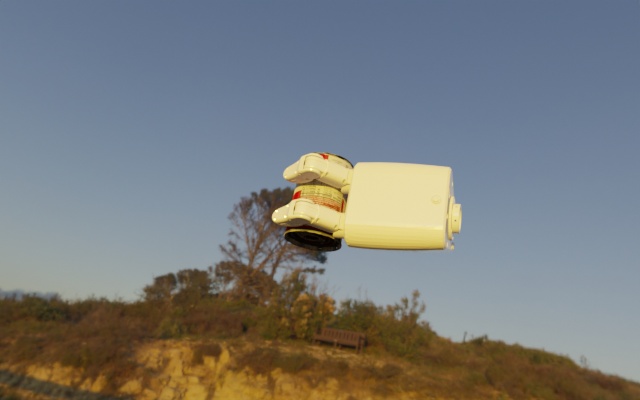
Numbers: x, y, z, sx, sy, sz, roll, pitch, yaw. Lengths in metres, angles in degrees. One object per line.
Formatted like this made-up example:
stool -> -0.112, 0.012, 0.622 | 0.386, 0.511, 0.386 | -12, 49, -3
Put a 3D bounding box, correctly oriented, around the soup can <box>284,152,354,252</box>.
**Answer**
soup can -> 0.000, 0.002, 0.570 | 0.068, 0.102, 0.068 | 10, -22, 4
